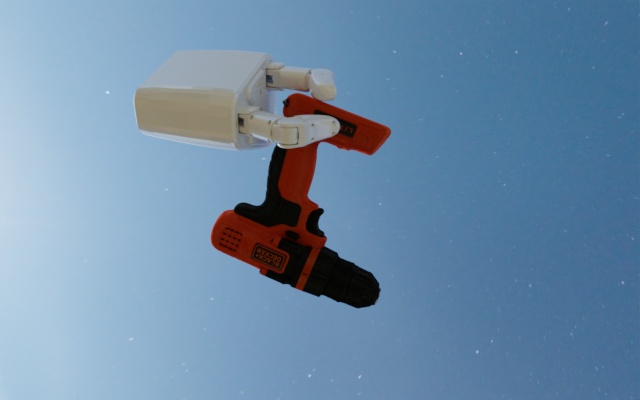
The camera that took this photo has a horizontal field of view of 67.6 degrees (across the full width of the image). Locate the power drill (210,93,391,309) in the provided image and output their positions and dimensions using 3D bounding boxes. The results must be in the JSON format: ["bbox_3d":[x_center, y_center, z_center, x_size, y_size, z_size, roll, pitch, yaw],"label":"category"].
[{"bbox_3d":[0.000,0.001,0.478,0.184,0.188,0.057,23,10,1],"label":"power drill"}]
